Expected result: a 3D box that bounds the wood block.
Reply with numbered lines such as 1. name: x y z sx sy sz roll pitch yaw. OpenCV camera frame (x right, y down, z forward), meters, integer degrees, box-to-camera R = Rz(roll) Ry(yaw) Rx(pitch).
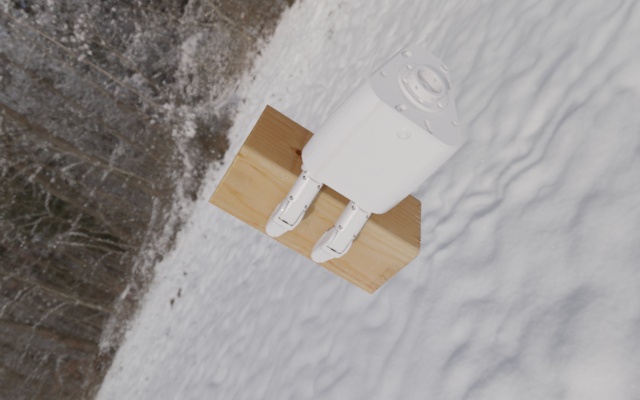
1. wood block: 0.000 0.001 0.520 0.206 0.090 0.090 31 -52 -12
